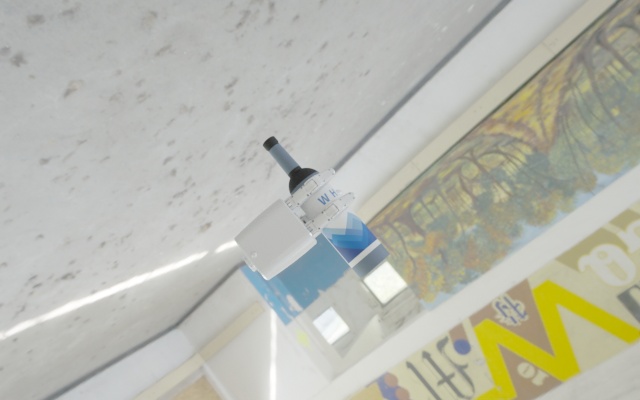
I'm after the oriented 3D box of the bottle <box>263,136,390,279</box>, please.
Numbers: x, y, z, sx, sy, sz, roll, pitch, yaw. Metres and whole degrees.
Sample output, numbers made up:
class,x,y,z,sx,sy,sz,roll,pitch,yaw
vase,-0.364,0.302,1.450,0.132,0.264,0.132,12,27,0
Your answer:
class,x,y,z,sx,sy,sz,roll,pitch,yaw
bottle,0.000,0.003,0.842,0.069,0.295,0.069,-39,-9,-7
